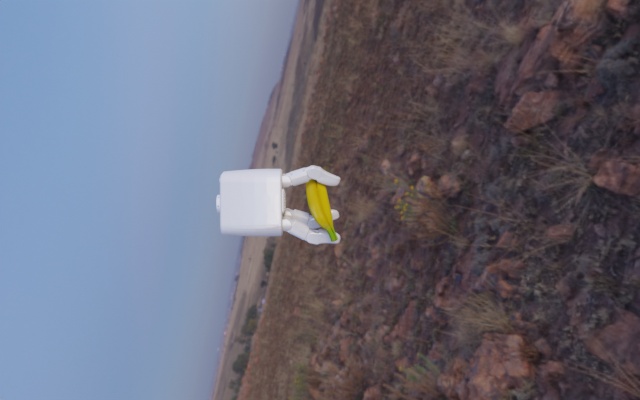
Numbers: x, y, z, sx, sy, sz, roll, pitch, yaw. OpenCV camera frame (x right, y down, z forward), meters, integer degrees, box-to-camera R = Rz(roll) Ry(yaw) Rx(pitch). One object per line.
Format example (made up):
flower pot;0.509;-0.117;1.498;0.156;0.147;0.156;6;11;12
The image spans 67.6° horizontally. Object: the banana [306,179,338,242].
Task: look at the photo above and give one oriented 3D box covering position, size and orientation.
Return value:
banana;-0.004;-0.010;0.860;0.037;0.070;0.197;-14;36;4
